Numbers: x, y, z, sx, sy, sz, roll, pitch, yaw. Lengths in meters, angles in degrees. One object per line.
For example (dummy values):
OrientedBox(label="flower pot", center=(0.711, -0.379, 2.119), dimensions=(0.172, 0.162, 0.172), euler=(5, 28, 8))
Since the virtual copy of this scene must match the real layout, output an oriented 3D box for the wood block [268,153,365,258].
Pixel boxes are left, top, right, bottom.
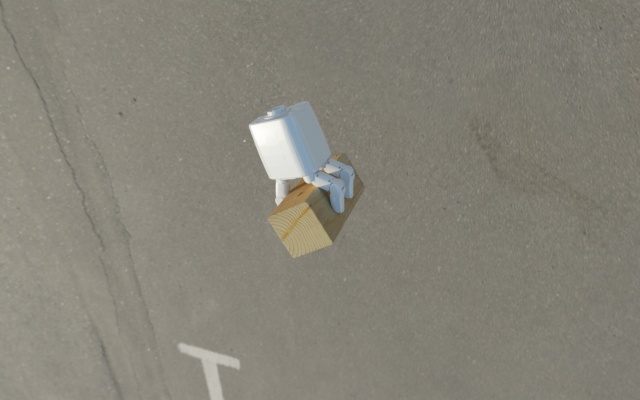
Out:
OrientedBox(label="wood block", center=(0.000, 0.003, 0.885), dimensions=(0.091, 0.090, 0.206), euler=(-22, 18, 32))
